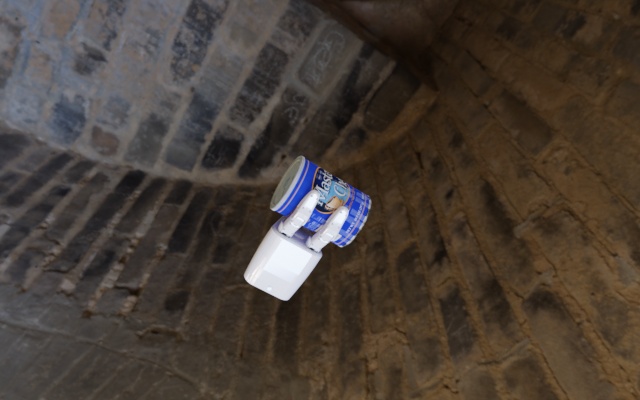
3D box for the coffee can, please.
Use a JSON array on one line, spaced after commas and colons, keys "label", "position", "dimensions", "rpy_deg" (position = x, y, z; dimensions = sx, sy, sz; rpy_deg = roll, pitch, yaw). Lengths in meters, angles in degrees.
[{"label": "coffee can", "position": [0.000, 0.002, 0.814], "dimensions": [0.140, 0.103, 0.103], "rpy_deg": [30, -9, -15]}]
